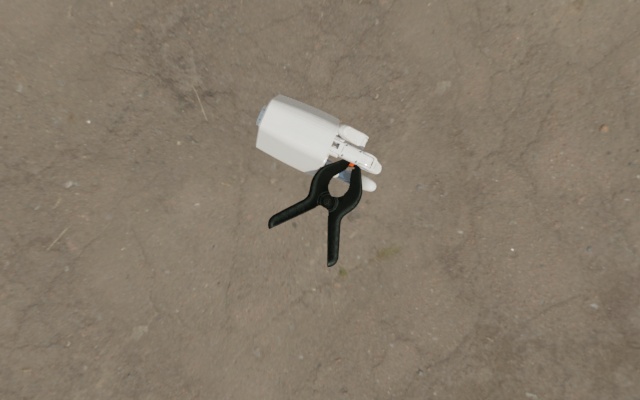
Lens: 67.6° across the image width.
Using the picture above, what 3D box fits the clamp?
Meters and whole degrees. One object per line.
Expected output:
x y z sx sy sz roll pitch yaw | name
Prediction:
0.000 0.002 0.723 0.120 0.171 0.039 24 0 -4 | clamp
